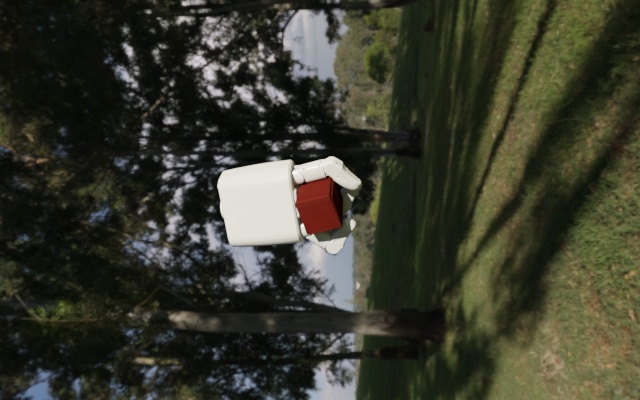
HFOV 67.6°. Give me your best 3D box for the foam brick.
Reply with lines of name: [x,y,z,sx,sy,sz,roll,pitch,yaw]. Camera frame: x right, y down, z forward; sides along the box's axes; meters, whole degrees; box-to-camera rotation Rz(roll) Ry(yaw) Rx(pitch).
foam brick: [0.000,0.002,0.665,0.051,0.053,0.078,-13,28,11]
